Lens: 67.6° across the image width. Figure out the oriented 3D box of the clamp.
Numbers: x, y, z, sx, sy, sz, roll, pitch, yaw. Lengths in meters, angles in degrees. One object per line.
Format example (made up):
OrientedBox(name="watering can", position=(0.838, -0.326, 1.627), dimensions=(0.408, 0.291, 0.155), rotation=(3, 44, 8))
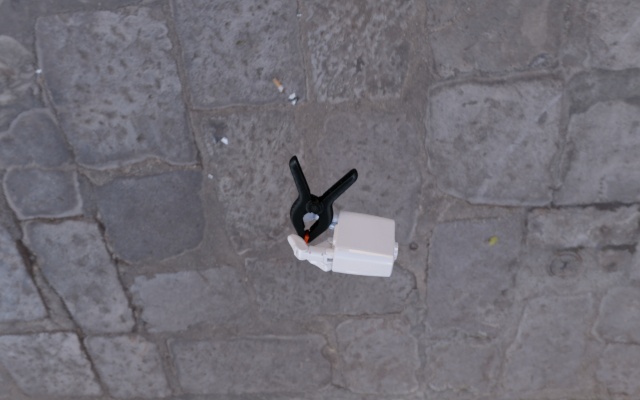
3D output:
OrientedBox(name="clamp", position=(0.000, 0.003, 0.854), dimensions=(0.120, 0.172, 0.039), rotation=(7, 31, 3))
